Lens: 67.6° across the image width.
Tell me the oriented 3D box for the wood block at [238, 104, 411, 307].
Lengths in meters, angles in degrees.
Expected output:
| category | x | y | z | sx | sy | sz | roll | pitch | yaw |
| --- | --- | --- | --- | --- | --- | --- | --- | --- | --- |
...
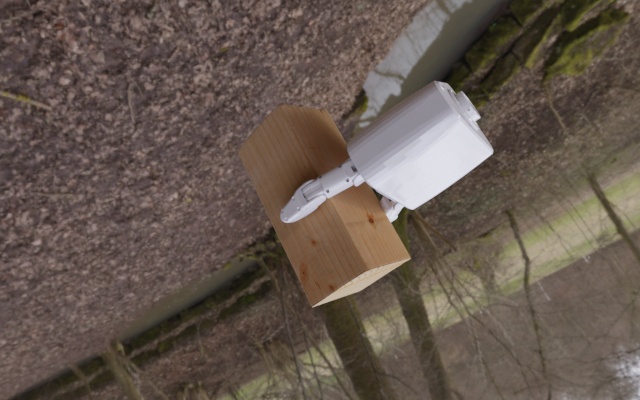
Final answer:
| category | x | y | z | sx | sy | sz | roll | pitch | yaw |
| --- | --- | --- | --- | --- | --- | --- | --- | --- | --- |
| wood block | 0.000 | 0.002 | 0.547 | 0.091 | 0.206 | 0.090 | -5 | -29 | -50 |
